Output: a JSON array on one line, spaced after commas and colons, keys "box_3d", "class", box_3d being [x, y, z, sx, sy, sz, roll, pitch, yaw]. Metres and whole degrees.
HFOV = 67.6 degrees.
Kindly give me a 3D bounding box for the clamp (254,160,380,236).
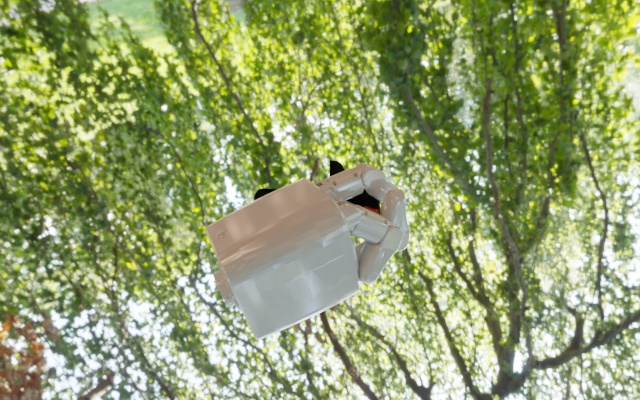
[{"box_3d": [0.000, 0.002, 0.522, 0.120, 0.039, 0.171, -25, 25, -13], "class": "clamp"}]
